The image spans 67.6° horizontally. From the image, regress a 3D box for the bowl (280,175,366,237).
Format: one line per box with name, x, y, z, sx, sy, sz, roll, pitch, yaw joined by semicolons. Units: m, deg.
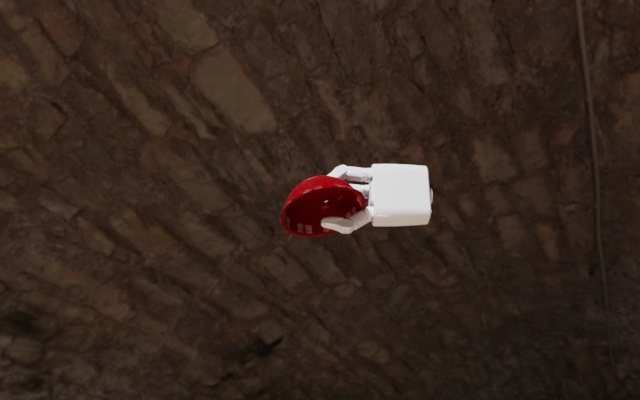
bowl;-0.001;0.003;0.885;0.162;0.055;0.162;-10;-34;-7
